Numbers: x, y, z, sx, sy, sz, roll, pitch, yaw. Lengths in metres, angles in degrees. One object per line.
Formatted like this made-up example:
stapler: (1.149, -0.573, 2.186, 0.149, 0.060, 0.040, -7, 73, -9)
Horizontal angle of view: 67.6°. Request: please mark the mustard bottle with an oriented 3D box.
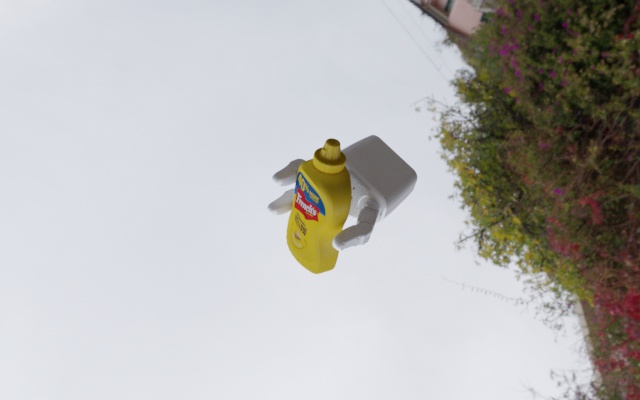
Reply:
mustard bottle: (0.000, 0.002, 0.635, 0.058, 0.192, 0.096, -12, 45, -27)
